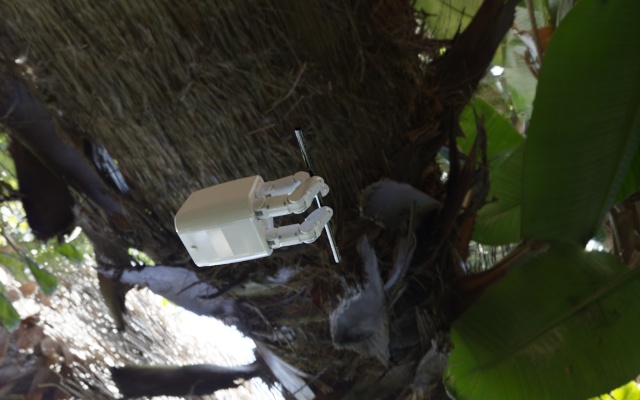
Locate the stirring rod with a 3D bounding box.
[{"bbox_3d":[0.000,0.002,0.663,0.011,0.240,0.011,-10,39,8],"label":"stirring rod"}]
